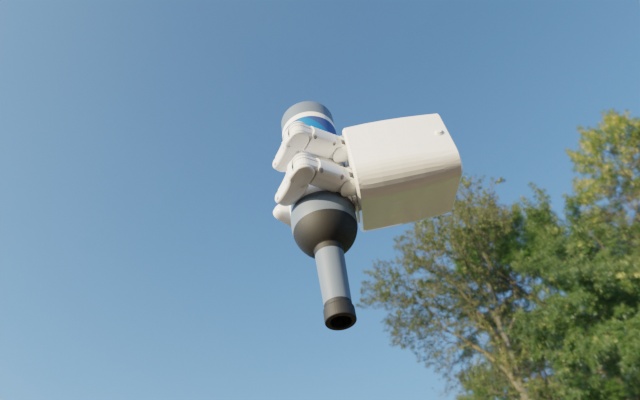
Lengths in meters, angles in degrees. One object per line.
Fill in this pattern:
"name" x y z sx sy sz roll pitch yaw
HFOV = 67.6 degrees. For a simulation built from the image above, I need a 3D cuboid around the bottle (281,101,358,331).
"bottle" 0.000 0.002 0.506 0.069 0.069 0.295 0 43 -9
